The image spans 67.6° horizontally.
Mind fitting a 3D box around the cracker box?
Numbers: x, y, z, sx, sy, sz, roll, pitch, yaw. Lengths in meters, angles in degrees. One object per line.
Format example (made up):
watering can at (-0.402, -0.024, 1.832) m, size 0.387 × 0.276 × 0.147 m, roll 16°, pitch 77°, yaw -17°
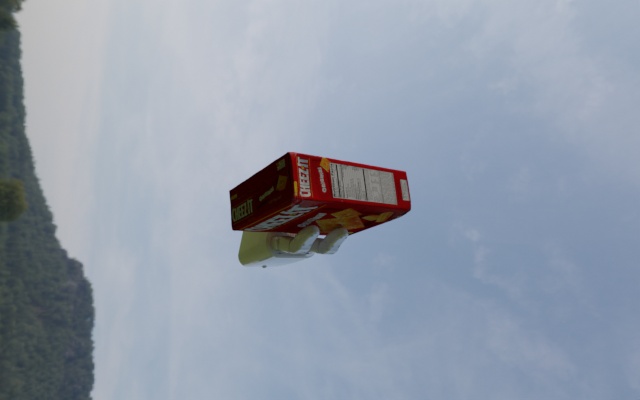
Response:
cracker box at (0.000, 0.002, 0.698) m, size 0.214 × 0.072 × 0.164 m, roll 5°, pitch -20°, yaw -37°
